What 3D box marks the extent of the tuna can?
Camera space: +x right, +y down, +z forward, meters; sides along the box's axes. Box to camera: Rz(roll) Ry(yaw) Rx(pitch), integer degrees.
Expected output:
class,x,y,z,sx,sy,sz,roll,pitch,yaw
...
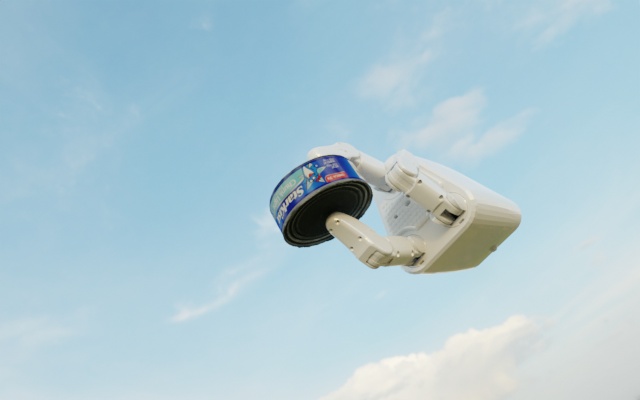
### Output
class,x,y,z,sx,sy,sz,roll,pitch,yaw
tuna can,0.000,0.001,0.411,0.086,0.033,0.086,-23,-31,-15
